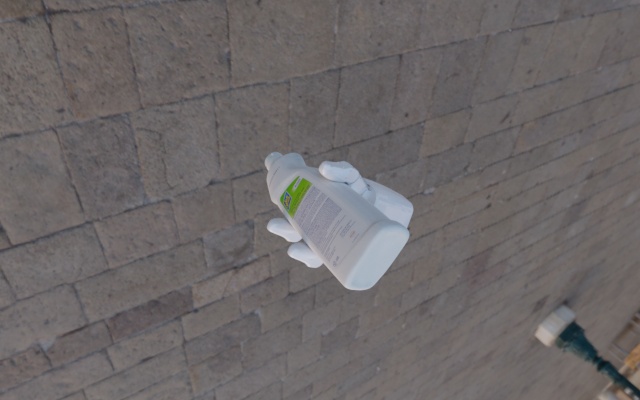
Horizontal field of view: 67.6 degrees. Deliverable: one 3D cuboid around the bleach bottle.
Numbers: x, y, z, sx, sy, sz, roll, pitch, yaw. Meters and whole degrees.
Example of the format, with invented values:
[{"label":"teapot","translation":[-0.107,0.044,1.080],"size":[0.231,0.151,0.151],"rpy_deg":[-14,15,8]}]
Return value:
[{"label":"bleach bottle","translation":[0.000,0.002,0.641],"size":[0.068,0.102,0.250],"rpy_deg":[15,24,-47]}]
